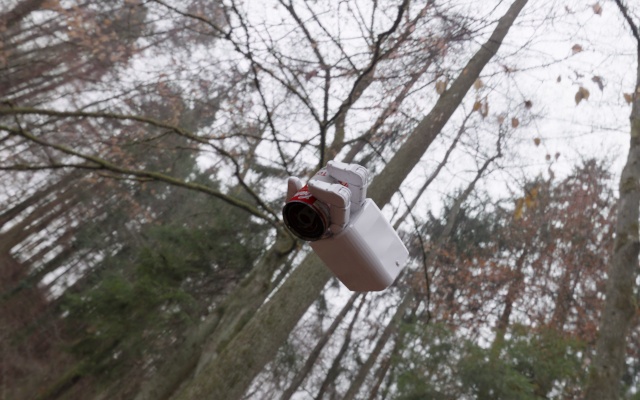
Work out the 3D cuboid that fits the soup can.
[{"bbox_3d":[0.000,0.002,0.690,0.068,0.068,0.102,0,33,35],"label":"soup can"}]
